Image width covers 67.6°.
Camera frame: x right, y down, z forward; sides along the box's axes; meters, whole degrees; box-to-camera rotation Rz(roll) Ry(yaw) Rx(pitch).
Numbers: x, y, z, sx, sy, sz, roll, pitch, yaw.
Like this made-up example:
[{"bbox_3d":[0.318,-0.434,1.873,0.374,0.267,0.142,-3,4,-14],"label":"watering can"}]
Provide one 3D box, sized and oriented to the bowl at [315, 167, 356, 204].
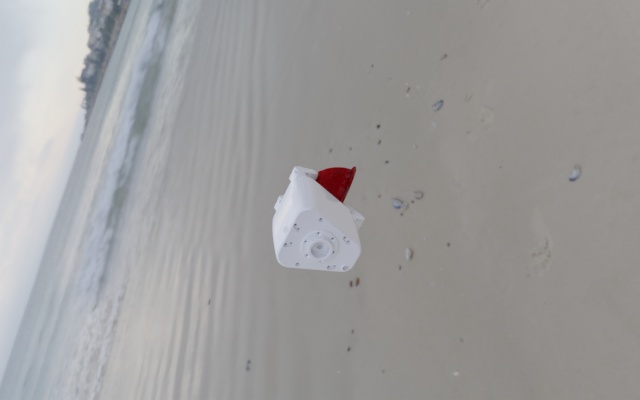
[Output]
[{"bbox_3d":[0.000,0.002,0.814,0.055,0.162,0.162,27,-2,-3],"label":"bowl"}]
